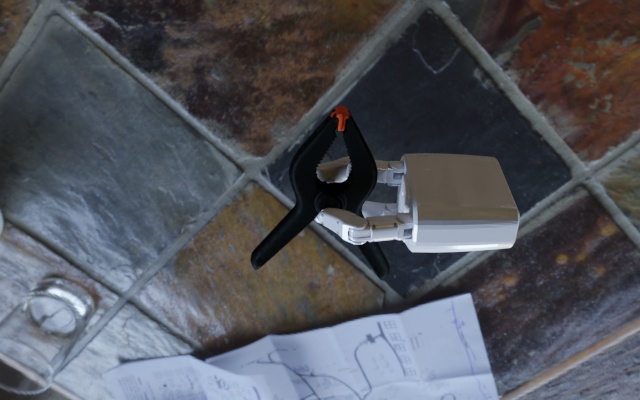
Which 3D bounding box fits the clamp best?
[{"bbox_3d":[0.000,0.002,0.526,0.164,0.210,0.036,-1,28,-2],"label":"clamp"}]
